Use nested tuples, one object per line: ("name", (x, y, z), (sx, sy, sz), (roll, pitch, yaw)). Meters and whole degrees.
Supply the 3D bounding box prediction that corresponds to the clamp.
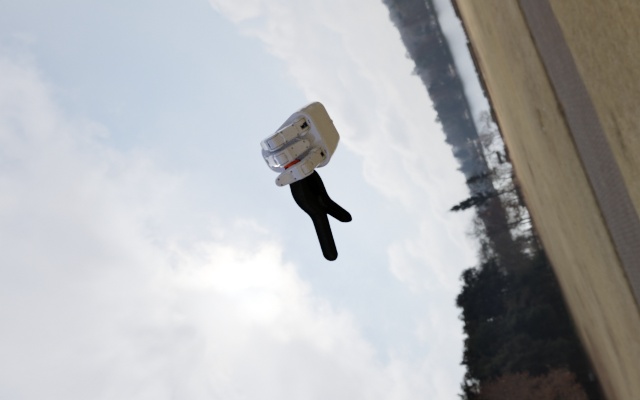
("clamp", (-0.001, 0.003, 0.789), (0.039, 0.171, 0.120), (-19, 17, 23))
